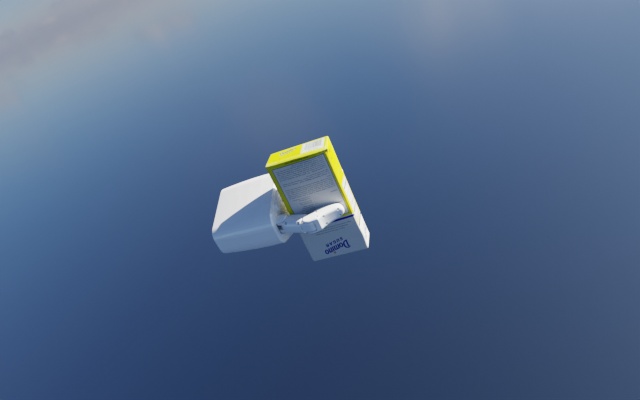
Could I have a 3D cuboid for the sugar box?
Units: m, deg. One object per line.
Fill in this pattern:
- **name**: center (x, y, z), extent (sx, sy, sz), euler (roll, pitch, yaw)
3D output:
- **sugar box**: center (0.000, 0.002, 0.701), extent (0.093, 0.176, 0.048), euler (-15, 31, 17)
